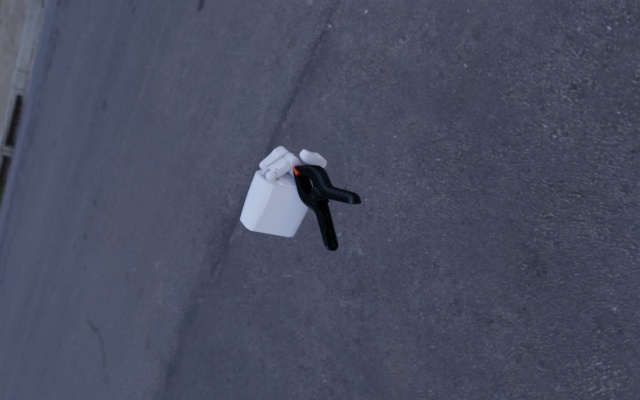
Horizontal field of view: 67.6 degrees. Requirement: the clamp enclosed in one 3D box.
[{"bbox_3d":[0.000,0.003,0.834,0.039,0.120,0.171,2,31,-38],"label":"clamp"}]
